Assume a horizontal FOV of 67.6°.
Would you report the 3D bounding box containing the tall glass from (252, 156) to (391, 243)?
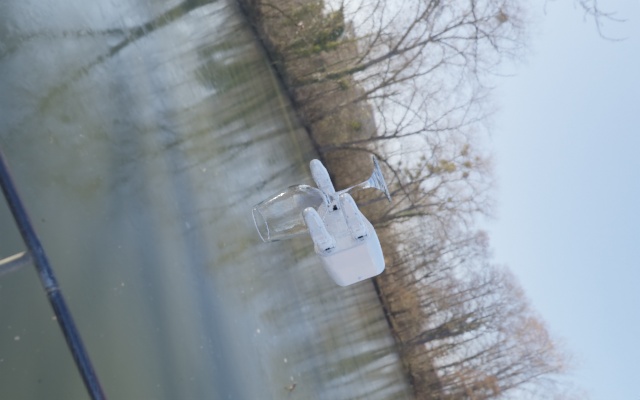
[{"bbox_3d":[0.001,0.002,0.726,0.201,0.079,0.079,-20,-2,5],"label":"tall glass"}]
